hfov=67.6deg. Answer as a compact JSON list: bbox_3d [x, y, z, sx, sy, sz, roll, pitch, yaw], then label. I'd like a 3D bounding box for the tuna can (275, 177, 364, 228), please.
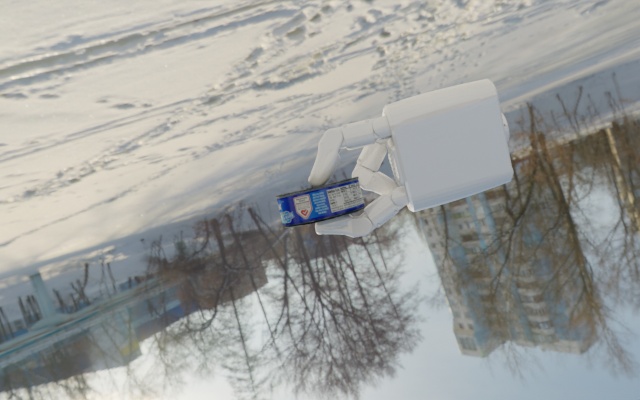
[{"bbox_3d":[0.000,0.002,0.481,0.086,0.034,0.086,-13,2,0],"label":"tuna can"}]
